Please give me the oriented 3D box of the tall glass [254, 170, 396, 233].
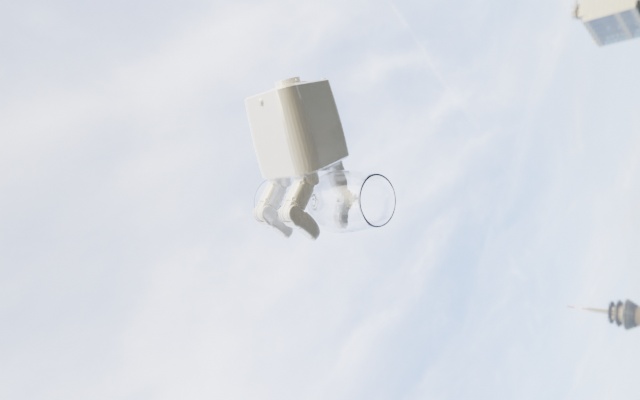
[{"bbox_3d":[0.000,0.002,0.616,0.079,0.079,0.201,0,-1,-41],"label":"tall glass"}]
